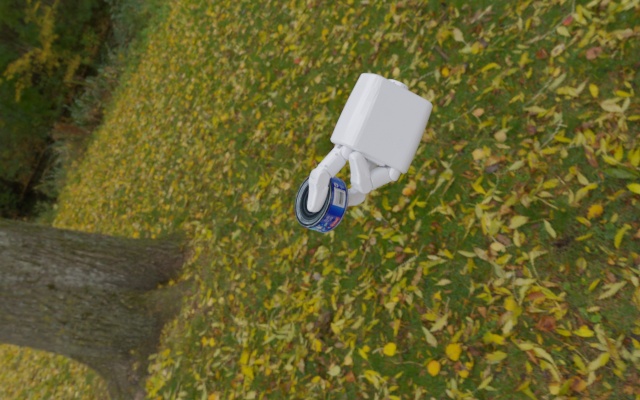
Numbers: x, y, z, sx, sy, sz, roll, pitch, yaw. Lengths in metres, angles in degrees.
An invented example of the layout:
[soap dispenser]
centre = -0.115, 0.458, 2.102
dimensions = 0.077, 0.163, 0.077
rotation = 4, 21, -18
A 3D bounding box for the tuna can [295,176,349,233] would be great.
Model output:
[tuna can]
centre = 0.000, 0.002, 0.700
dimensions = 0.034, 0.086, 0.086
rotation = 18, -11, -37
